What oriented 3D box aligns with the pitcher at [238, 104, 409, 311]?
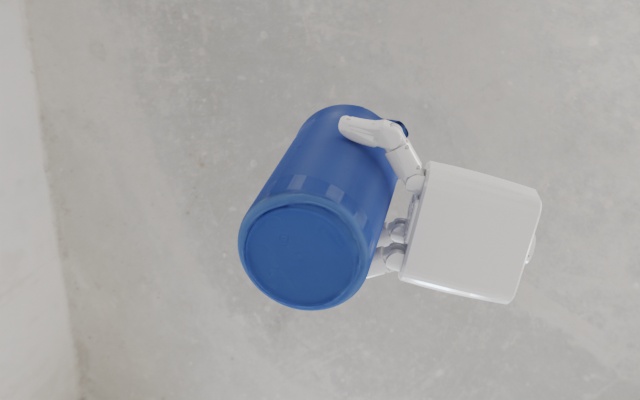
[{"bbox_3d":[0.000,0.002,0.477,0.145,0.149,0.242,15,26,6],"label":"pitcher"}]
